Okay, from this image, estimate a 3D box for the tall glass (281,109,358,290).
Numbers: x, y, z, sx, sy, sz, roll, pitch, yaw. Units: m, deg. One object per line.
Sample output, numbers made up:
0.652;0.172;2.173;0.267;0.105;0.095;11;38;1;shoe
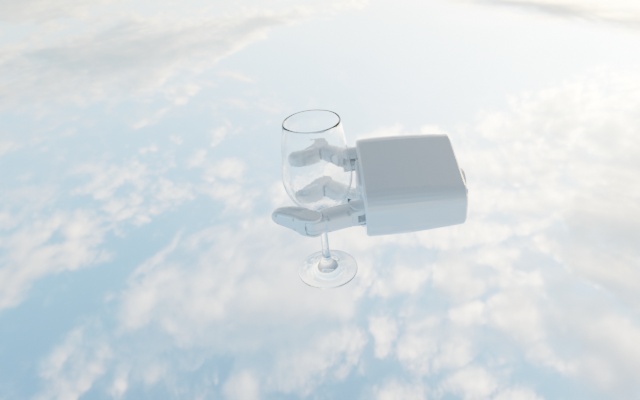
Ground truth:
0.000;0.002;0.544;0.079;0.201;0.079;-5;32;3;tall glass
